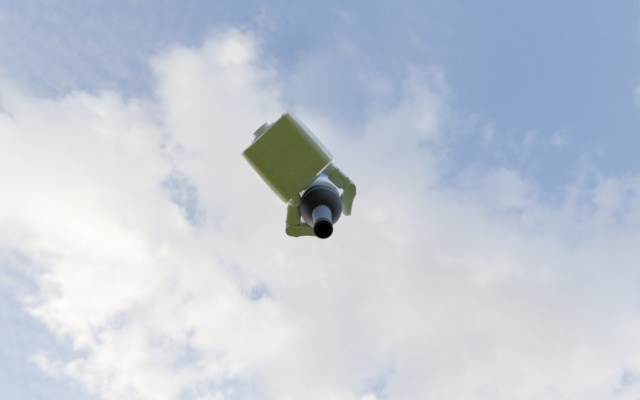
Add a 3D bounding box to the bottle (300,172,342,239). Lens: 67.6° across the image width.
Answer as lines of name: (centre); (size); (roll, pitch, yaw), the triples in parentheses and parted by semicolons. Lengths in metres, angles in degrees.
bottle: (0.000, 0.003, 0.782); (0.069, 0.069, 0.295); (0, 15, -1)
